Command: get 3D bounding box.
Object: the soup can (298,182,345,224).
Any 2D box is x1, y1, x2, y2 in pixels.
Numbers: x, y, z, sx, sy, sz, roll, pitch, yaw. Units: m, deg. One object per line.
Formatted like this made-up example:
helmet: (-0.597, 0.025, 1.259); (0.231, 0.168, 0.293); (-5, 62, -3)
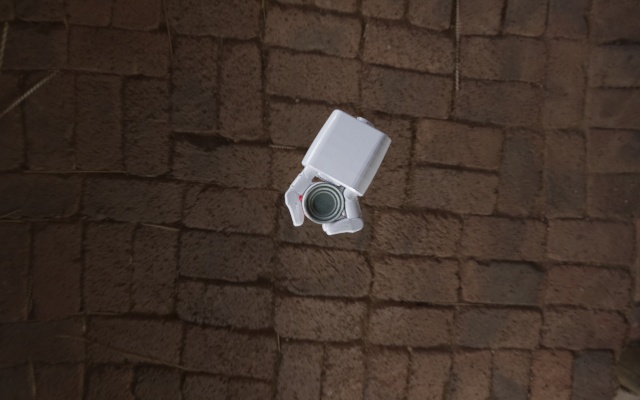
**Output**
soup can: (0.000, 0.003, 0.807); (0.068, 0.068, 0.102); (0, 3, -7)
